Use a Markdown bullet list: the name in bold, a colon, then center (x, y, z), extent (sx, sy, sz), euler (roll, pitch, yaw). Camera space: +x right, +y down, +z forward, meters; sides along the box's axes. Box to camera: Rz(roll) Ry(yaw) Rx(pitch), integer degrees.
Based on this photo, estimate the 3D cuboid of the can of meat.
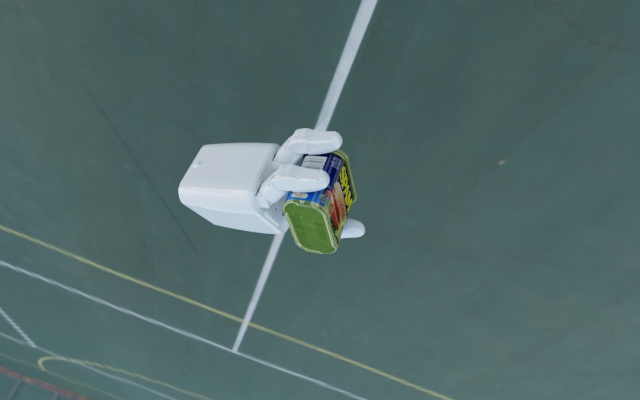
- **can of meat**: center (0.000, 0.002, 0.556), extent (0.057, 0.084, 0.102), euler (7, -37, 19)
